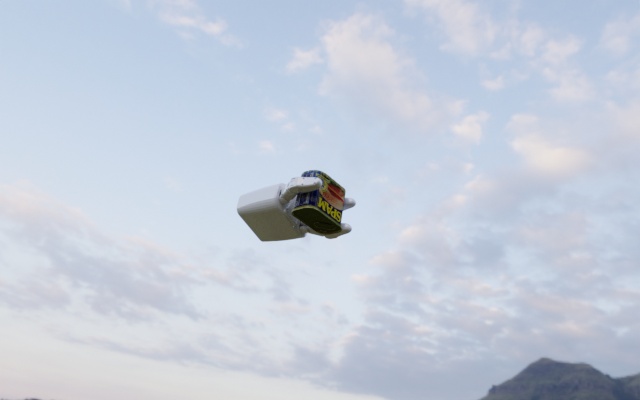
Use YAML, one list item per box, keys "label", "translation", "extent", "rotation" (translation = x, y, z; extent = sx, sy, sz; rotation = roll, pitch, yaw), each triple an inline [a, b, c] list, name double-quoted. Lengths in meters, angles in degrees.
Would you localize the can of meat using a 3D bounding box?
- label: "can of meat"
  translation: [0.000, 0.003, 0.880]
  extent: [0.057, 0.084, 0.102]
  rotation: [-14, -37, 36]
